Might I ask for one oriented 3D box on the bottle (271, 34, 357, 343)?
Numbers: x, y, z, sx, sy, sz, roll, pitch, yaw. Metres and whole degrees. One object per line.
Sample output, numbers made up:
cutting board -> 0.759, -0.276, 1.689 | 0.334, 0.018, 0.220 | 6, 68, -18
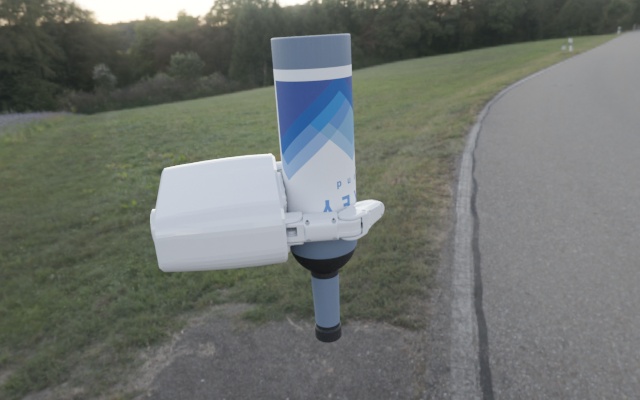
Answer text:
bottle -> 0.000, 0.001, 0.447 | 0.069, 0.296, 0.069 | -3, 20, 1
